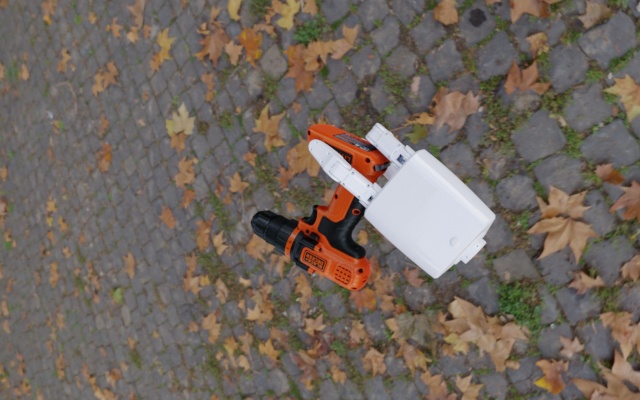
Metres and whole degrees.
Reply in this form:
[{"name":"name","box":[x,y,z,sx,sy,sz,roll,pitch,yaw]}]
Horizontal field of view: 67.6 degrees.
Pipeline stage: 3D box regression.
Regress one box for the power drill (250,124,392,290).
[{"name":"power drill","box":[0.000,0.002,0.614,0.184,0.188,0.057,25,26,21]}]
